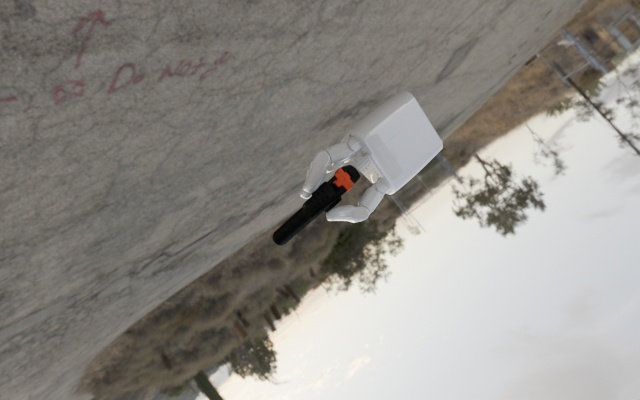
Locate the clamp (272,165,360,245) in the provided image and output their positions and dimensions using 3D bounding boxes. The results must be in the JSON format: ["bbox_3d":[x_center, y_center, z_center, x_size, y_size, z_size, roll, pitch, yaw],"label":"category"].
[{"bbox_3d":[0.001,0.003,0.683,0.164,0.036,0.210,-41,-1,-11],"label":"clamp"}]
